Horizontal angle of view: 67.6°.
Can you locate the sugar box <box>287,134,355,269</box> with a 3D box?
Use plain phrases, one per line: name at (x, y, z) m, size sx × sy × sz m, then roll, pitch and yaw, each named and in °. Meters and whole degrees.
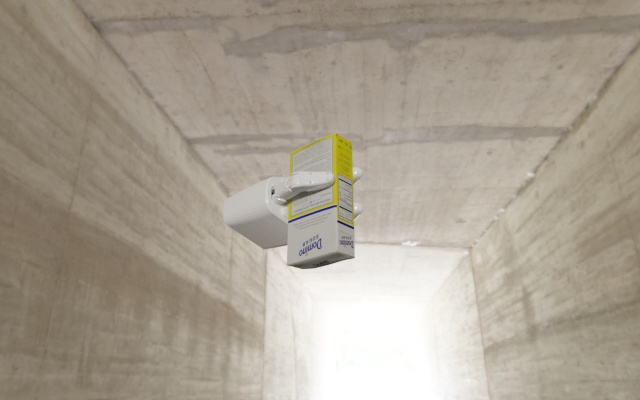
sugar box at (0.000, 0.002, 0.668) m, size 0.093 × 0.176 × 0.048 m, roll -19°, pitch -28°, yaw 38°
